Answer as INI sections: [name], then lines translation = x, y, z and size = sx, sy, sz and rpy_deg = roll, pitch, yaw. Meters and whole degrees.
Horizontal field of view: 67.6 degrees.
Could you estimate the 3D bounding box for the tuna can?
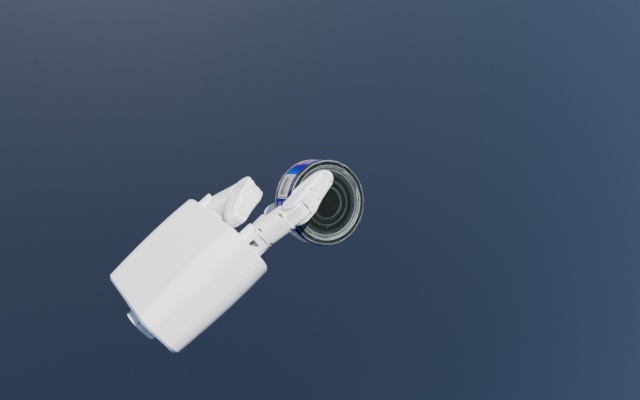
[tuna can]
translation = 0.000, 0.002, 0.475
size = 0.086, 0.086, 0.034
rpy_deg = 0, 2, -29
